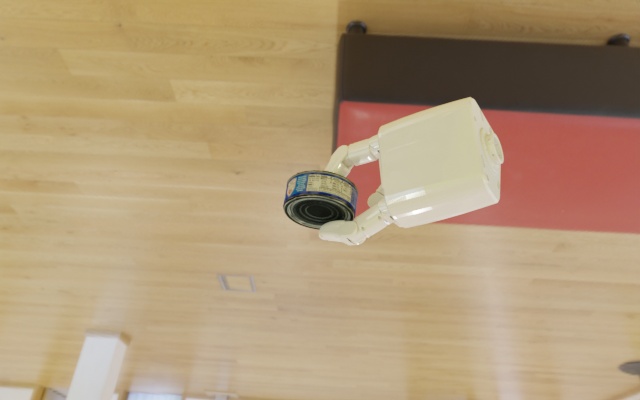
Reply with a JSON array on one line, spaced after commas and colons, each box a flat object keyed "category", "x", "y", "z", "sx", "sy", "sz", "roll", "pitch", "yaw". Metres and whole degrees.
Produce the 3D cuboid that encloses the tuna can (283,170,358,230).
[{"category": "tuna can", "x": 0.000, "y": 0.002, "z": 0.557, "sx": 0.086, "sy": 0.033, "sz": 0.086, "roll": 6, "pitch": -29, "yaw": 4}]
